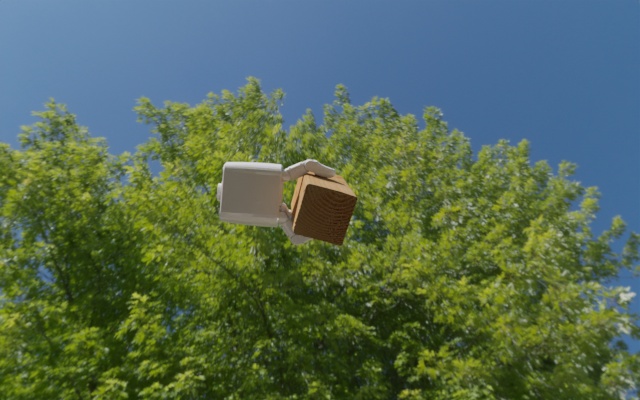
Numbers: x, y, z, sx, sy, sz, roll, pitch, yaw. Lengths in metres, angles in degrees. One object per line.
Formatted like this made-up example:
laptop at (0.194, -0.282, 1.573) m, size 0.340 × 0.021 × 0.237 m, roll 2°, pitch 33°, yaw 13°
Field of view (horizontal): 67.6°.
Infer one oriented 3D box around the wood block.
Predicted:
wood block at (0.000, 0.002, 0.888) m, size 0.090 × 0.091 × 0.206 m, roll 15°, pitch 11°, yaw -8°
